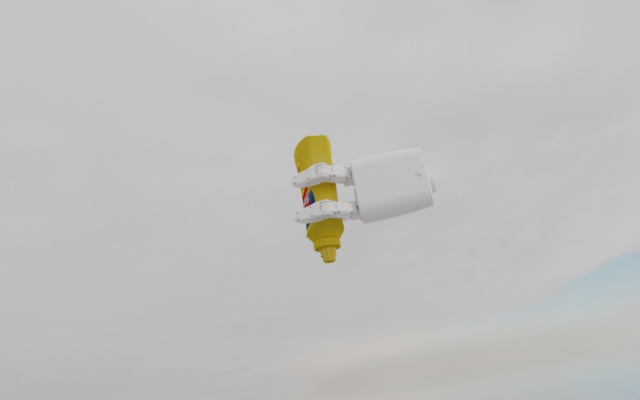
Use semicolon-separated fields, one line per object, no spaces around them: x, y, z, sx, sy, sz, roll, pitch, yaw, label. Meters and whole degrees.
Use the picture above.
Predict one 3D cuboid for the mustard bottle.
0.000;0.002;0.737;0.058;0.191;0.096;-4;-22;-15;mustard bottle
